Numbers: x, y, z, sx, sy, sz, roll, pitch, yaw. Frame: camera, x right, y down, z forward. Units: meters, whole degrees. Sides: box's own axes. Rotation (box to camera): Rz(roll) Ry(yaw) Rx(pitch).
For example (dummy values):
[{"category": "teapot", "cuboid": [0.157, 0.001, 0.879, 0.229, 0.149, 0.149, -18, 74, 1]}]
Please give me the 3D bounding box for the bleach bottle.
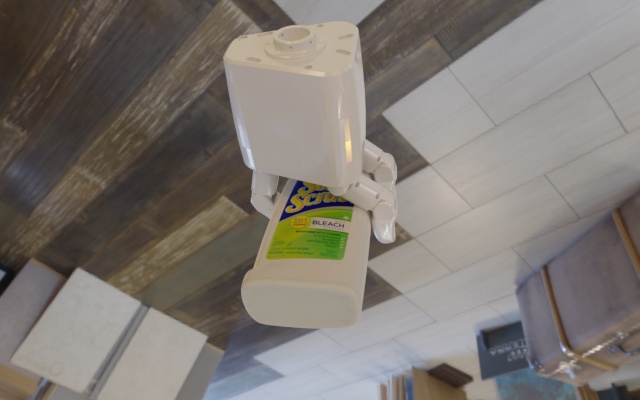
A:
[{"category": "bleach bottle", "cuboid": [0.000, 0.002, 0.475, 0.102, 0.068, 0.250, 1, 43, 8]}]
